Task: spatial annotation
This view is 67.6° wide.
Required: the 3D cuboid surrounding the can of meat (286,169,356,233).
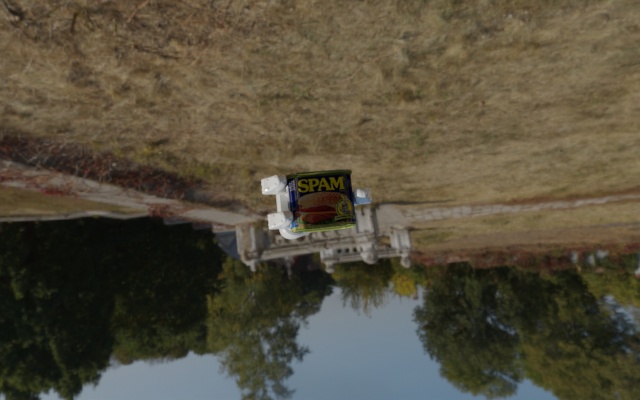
[{"bbox_3d":[0.000,0.003,0.711,0.102,0.084,0.057,-5,-8,-11],"label":"can of meat"}]
